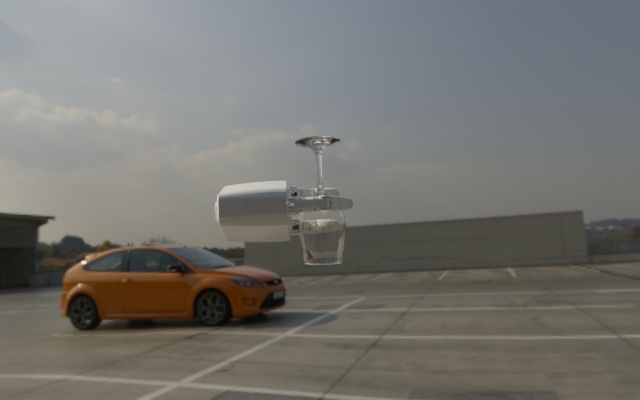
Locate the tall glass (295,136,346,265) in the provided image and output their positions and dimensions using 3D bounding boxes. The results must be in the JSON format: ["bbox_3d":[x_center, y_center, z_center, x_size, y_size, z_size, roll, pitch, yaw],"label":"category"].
[{"bbox_3d":[0.000,0.002,0.768,0.079,0.201,0.079,-3,-6,0],"label":"tall glass"}]
